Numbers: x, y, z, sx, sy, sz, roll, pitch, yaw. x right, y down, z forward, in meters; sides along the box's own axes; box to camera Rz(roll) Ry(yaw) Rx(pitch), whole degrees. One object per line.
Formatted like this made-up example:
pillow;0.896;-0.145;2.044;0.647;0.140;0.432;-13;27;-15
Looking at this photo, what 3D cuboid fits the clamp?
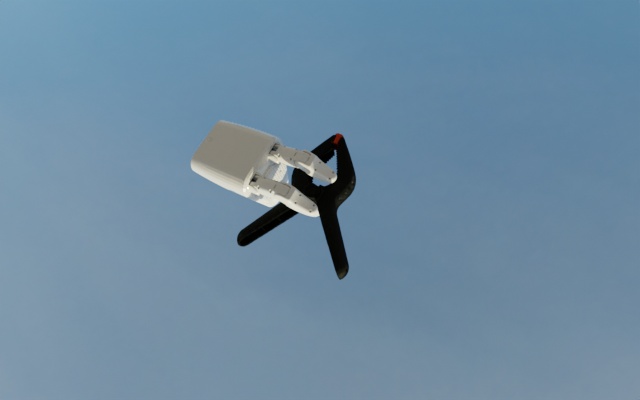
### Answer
clamp;0.000;0.002;0.667;0.164;0.210;0.036;23;-19;22
